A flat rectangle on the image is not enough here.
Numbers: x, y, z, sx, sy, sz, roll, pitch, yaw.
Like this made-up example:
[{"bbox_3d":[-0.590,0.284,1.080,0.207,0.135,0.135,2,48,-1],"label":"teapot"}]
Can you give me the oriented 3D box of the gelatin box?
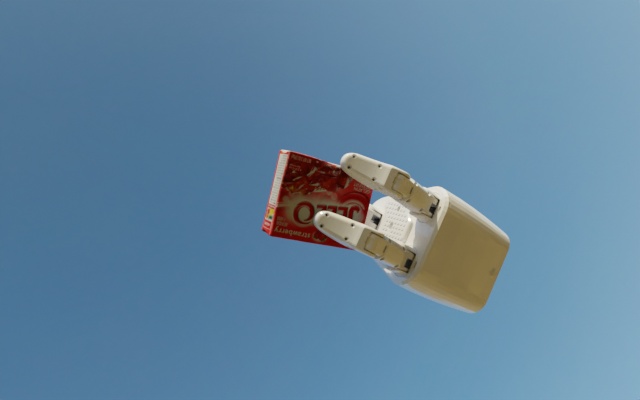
[{"bbox_3d":[0.000,0.001,0.421,0.089,0.073,0.030,13,2,-25],"label":"gelatin box"}]
